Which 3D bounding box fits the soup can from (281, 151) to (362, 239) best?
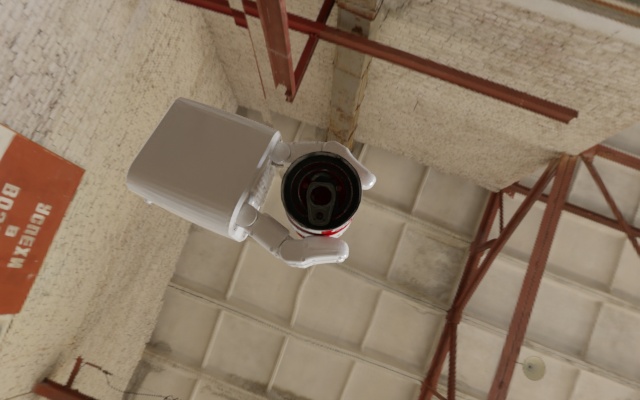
[{"bbox_3d":[0.001,0.002,0.443,0.068,0.068,0.102,0,-11,-1],"label":"soup can"}]
